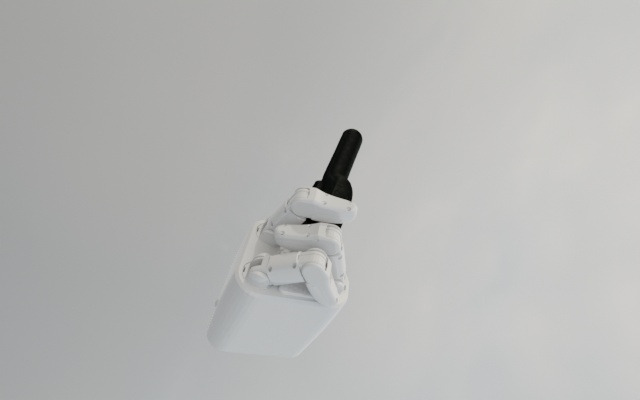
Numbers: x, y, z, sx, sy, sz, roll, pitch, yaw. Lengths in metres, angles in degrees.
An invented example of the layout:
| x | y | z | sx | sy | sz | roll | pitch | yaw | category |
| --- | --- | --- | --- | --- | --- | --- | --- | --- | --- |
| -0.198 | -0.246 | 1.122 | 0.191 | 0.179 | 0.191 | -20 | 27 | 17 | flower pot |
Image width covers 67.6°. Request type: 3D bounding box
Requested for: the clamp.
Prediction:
| x | y | z | sx | sy | sz | roll | pitch | yaw | category |
| --- | --- | --- | --- | --- | --- | --- | --- | --- | --- |
| 0.001 | 0.002 | 0.524 | 0.039 | 0.120 | 0.171 | 28 | 36 | -8 | clamp |
